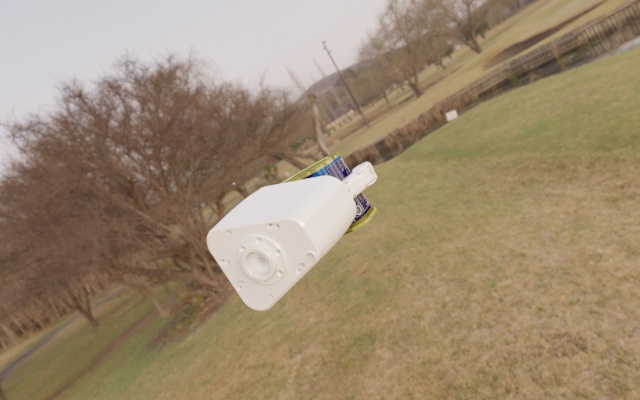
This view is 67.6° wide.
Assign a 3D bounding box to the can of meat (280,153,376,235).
[{"bbox_3d":[0.000,0.002,0.565,0.102,0.084,0.057,-27,9,31],"label":"can of meat"}]
